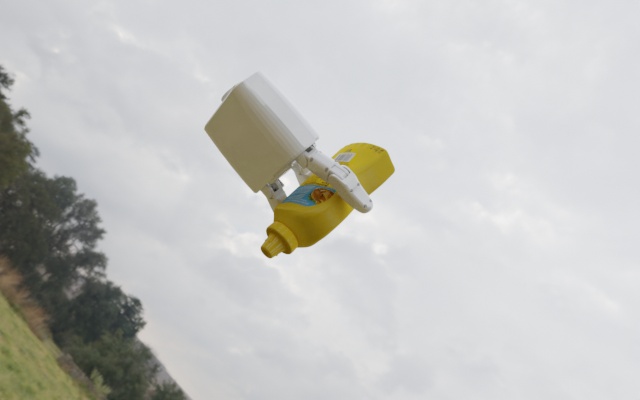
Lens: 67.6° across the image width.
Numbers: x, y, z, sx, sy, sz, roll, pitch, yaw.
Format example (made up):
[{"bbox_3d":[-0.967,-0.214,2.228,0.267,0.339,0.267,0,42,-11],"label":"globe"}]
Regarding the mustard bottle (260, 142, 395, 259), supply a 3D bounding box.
[{"bbox_3d":[0.000,0.002,0.581,0.191,0.058,0.096,-42,29,-29],"label":"mustard bottle"}]
